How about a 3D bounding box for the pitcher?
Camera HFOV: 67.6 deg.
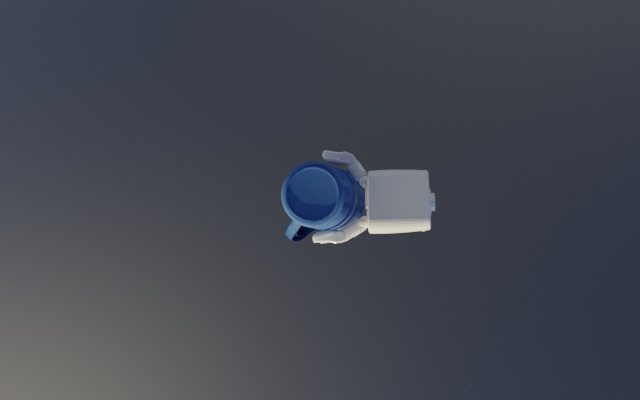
[{"bbox_3d":[0.000,0.003,0.880,0.145,0.149,0.243,-1,-2,10],"label":"pitcher"}]
